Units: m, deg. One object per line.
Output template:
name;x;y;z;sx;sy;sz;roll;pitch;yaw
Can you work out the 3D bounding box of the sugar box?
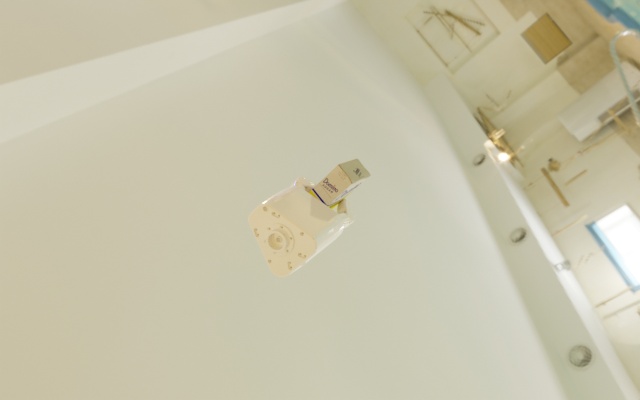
sugar box;0.000;0.003;0.825;0.176;0.048;0.093;-40;-7;26
